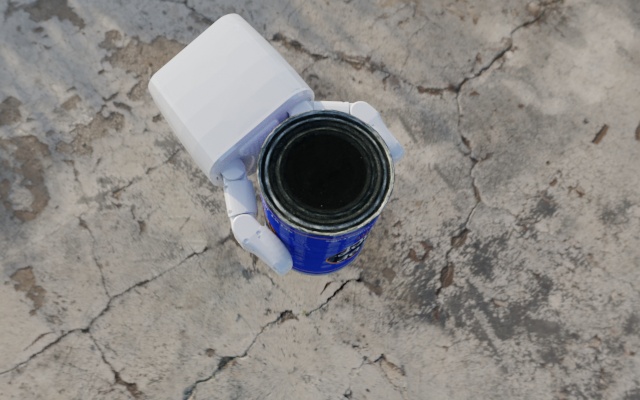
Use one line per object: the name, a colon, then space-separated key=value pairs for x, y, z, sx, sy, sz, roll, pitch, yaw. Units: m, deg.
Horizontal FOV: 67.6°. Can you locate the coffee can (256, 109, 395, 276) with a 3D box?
coffee can: x=0.000 y=0.002 z=0.416 sx=0.103 sy=0.102 sz=0.140 roll=0 pitch=-20 yaw=-4
